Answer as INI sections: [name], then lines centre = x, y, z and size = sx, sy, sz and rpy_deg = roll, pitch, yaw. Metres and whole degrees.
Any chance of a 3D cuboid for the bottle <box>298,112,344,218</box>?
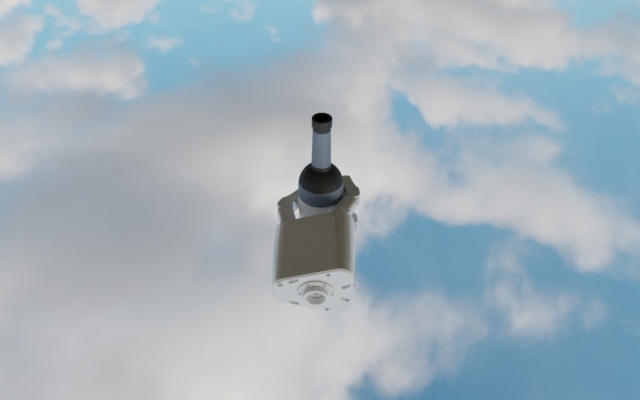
[bottle]
centre = 0.000, 0.002, 0.719
size = 0.069, 0.296, 0.069
rpy_deg = 1, 42, 0
